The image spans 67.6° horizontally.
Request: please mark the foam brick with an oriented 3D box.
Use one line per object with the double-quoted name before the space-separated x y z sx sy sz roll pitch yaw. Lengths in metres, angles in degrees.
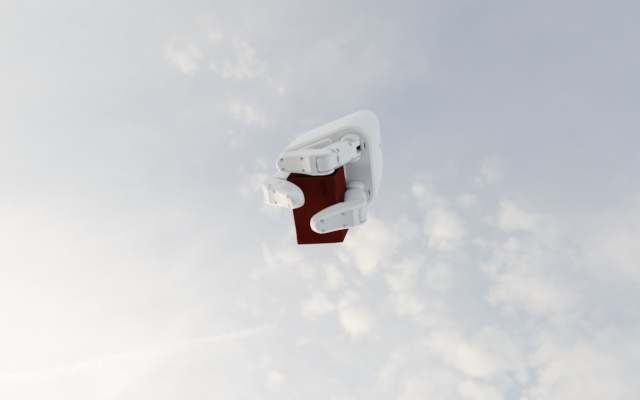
"foam brick" 0.000 0.002 0.515 0.053 0.078 0.051 -2 22 14
